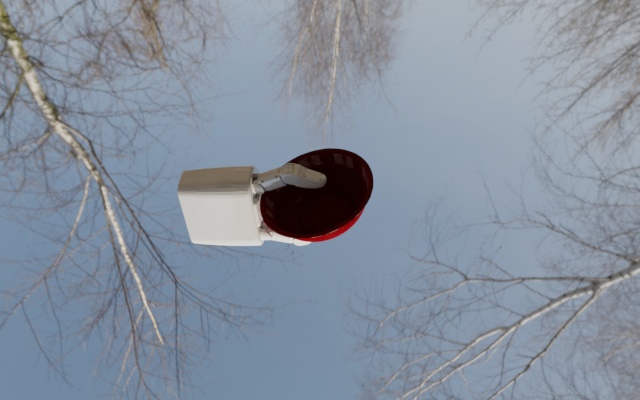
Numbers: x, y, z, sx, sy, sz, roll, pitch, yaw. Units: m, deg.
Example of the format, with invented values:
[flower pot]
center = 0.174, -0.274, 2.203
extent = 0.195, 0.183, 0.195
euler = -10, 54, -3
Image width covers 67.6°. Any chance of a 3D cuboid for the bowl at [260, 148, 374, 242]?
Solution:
[bowl]
center = 0.001, 0.003, 0.663
extent = 0.162, 0.162, 0.055
euler = 0, -40, 23
